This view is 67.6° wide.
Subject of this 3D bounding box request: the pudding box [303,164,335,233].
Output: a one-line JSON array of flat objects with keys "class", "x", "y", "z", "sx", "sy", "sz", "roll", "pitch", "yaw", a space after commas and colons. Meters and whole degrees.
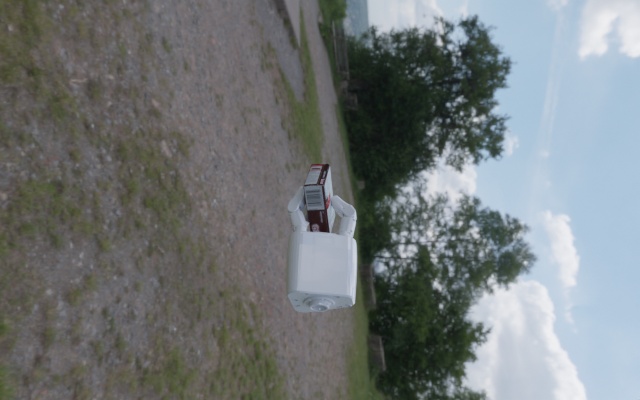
[{"class": "pudding box", "x": 0.000, "y": 0.003, "z": 0.855, "sx": 0.039, "sy": 0.113, "sz": 0.090, "roll": -1, "pitch": 28, "yaw": 8}]
